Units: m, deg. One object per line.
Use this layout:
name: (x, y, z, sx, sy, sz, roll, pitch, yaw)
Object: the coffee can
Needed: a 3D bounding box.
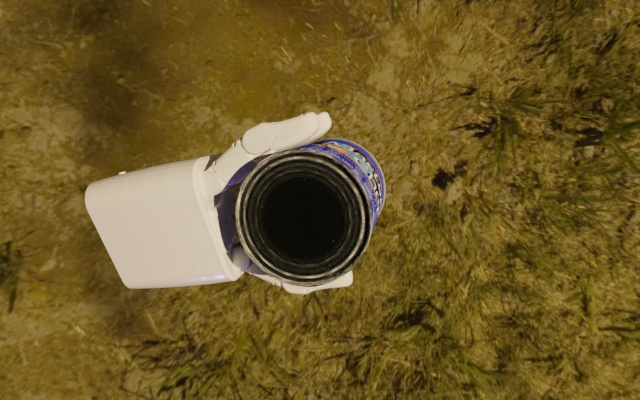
coffee can: (0.000, 0.001, 0.410, 0.103, 0.103, 0.140, 0, 10, 11)
